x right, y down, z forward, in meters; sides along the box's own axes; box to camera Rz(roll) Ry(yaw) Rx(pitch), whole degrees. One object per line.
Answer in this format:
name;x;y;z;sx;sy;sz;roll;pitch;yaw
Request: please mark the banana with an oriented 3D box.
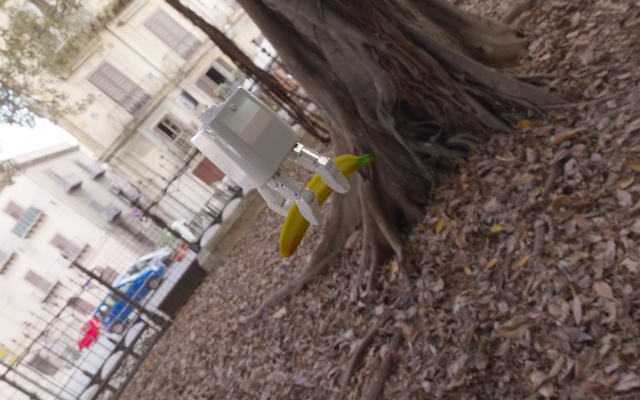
banana;-0.005;-0.003;0.707;0.037;0.198;0.069;44;-10;-22
